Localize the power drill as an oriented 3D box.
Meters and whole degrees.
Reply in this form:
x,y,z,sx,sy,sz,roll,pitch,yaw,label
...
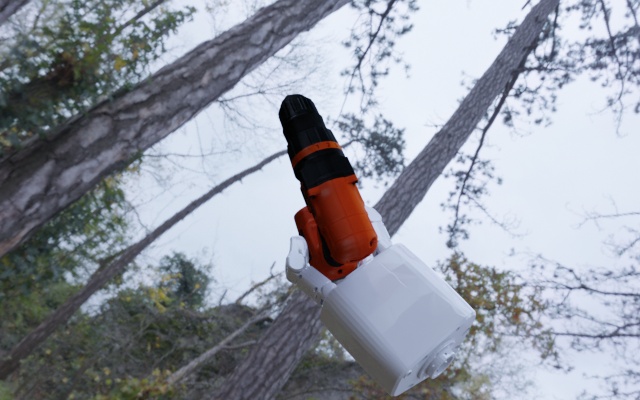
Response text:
x,y,z,sx,sy,sz,roll,pitch,yaw,label
0.000,0.002,0.518,0.057,0.184,0.188,-18,-23,-7,power drill
